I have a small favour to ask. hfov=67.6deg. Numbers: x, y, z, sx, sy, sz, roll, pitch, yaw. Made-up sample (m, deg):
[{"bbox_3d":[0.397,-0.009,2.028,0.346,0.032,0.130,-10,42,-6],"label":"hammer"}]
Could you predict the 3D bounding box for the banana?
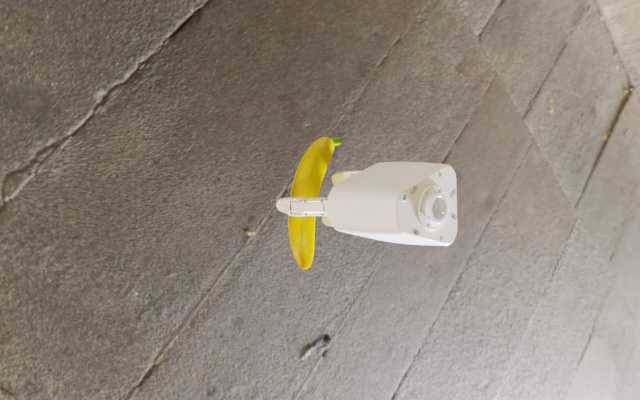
[{"bbox_3d":[-0.012,-0.007,0.651,0.037,0.197,0.070,4,-17,46],"label":"banana"}]
